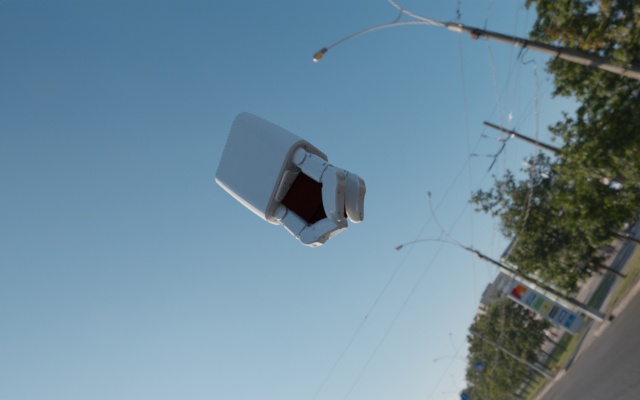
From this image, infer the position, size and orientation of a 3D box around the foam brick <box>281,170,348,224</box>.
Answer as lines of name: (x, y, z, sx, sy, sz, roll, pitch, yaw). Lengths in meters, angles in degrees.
foam brick: (0.000, 0.002, 0.603, 0.051, 0.053, 0.078, 33, 2, 29)
